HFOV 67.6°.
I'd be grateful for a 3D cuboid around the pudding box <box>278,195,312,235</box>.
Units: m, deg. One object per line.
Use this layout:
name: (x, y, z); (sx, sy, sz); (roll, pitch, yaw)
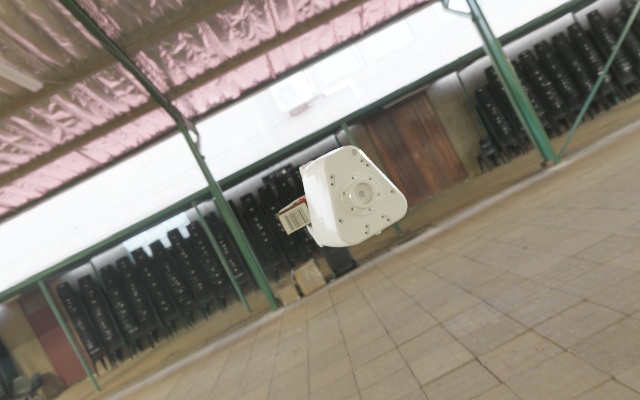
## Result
pudding box: (0.000, 0.002, 0.718); (0.113, 0.039, 0.090); (-26, 4, 15)
